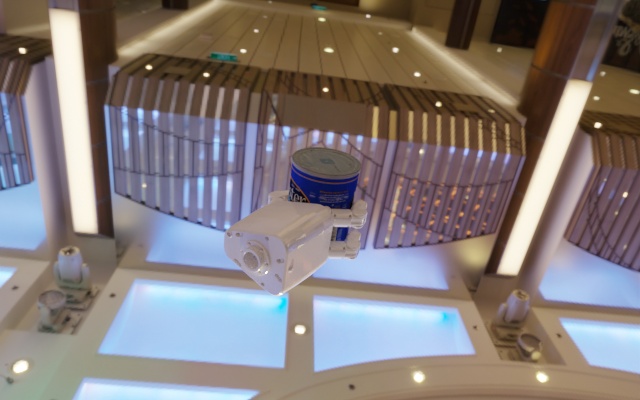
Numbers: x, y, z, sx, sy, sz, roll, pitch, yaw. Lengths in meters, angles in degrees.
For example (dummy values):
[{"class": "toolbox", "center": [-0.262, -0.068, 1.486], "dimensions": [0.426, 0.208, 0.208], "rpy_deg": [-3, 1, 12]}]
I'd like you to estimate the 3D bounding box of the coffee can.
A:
[{"class": "coffee can", "center": [0.000, 0.002, 0.730], "dimensions": [0.103, 0.140, 0.102], "rpy_deg": [7, 27, -3]}]
